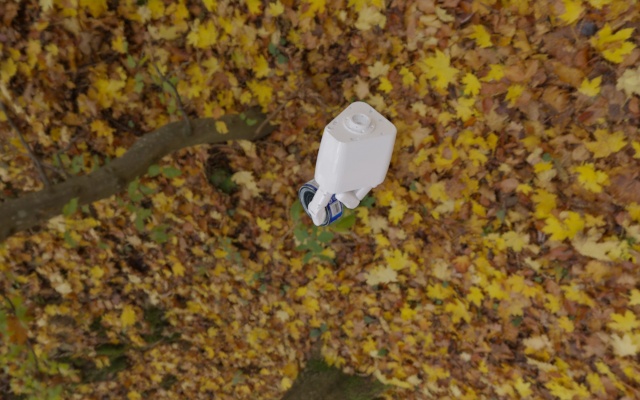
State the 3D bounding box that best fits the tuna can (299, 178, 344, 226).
[{"bbox_3d":[0.000,0.003,0.856,0.033,0.086,0.086,-33,17,-28],"label":"tuna can"}]
